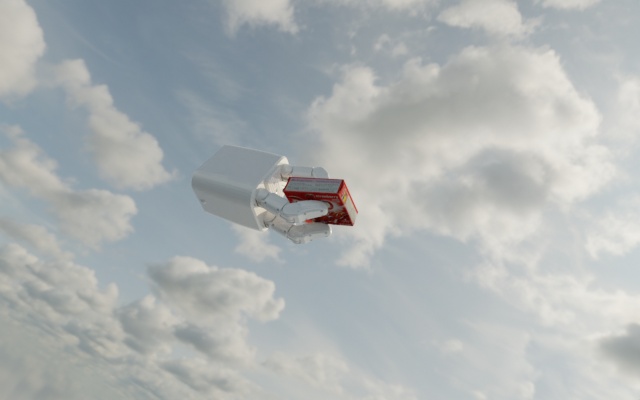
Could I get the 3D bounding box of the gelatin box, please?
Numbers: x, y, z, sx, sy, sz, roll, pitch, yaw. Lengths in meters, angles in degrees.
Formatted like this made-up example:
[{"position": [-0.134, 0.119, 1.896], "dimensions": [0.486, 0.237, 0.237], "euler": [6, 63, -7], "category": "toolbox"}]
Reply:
[{"position": [0.001, 0.002, 0.673], "dimensions": [0.089, 0.030, 0.073], "euler": [3, -38, 27], "category": "gelatin box"}]
